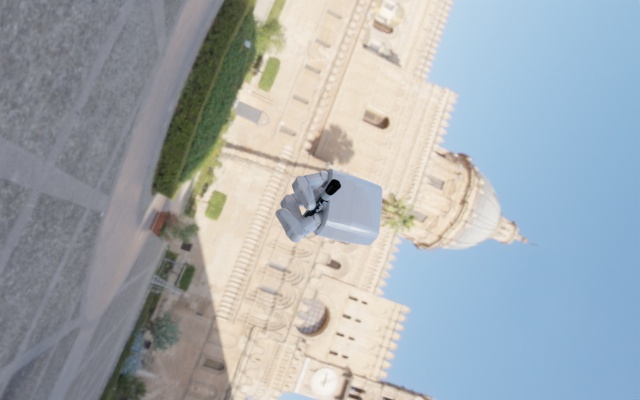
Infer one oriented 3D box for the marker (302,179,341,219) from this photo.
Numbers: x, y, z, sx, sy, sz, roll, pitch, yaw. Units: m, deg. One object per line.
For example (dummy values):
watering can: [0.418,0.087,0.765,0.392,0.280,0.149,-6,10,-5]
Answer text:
marker: [0.000,0.003,0.779,0.020,0.020,0.121,0,-31,-31]
